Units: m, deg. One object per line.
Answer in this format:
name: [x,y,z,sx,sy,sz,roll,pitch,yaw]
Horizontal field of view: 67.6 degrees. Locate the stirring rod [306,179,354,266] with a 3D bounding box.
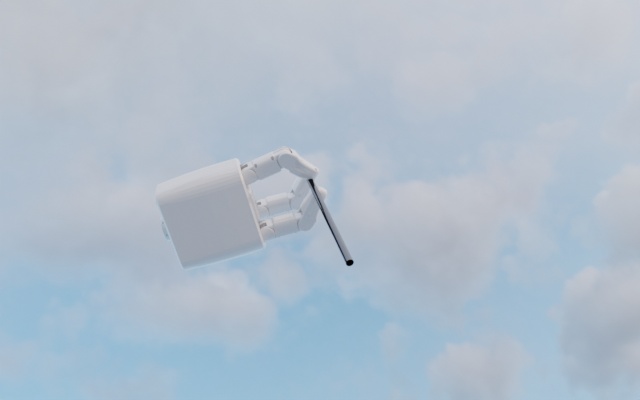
stirring rod: [0.000,0.002,0.558,0.011,0.011,0.239,0,29,-15]
